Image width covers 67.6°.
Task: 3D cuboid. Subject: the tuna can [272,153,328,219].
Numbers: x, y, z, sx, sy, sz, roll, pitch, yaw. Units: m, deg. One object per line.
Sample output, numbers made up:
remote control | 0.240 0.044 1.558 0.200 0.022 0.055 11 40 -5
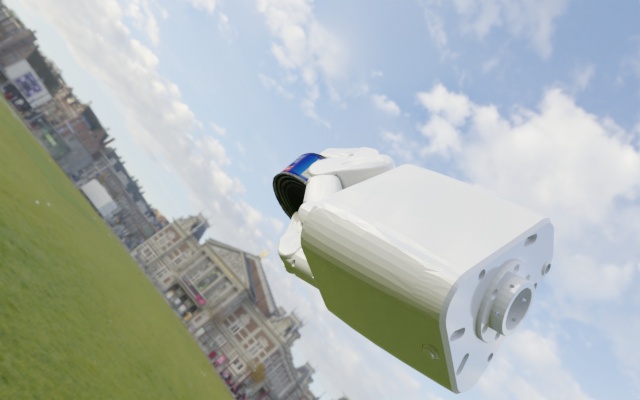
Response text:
tuna can | 0.000 0.001 0.415 0.033 0.086 0.086 -43 21 -24
